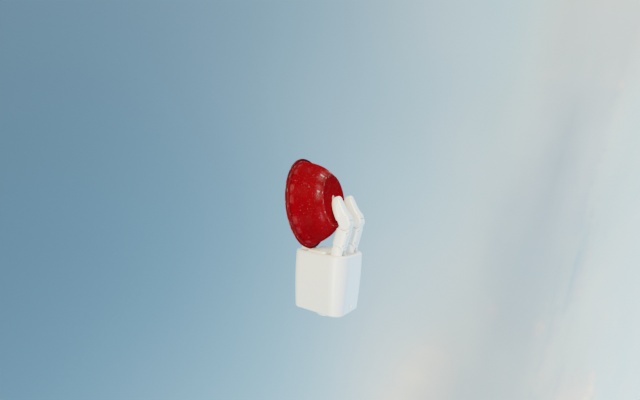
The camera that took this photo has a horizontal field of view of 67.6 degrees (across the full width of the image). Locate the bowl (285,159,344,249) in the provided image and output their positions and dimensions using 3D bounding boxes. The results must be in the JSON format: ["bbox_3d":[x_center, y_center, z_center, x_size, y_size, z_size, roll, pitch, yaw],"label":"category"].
[{"bbox_3d":[0.000,0.001,0.841,0.055,0.162,0.162,-7,-3,26],"label":"bowl"}]
